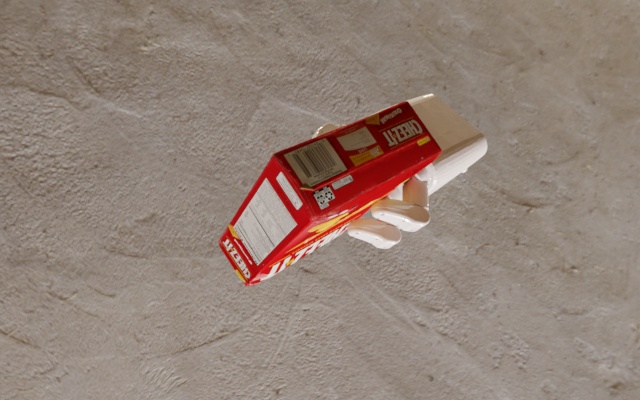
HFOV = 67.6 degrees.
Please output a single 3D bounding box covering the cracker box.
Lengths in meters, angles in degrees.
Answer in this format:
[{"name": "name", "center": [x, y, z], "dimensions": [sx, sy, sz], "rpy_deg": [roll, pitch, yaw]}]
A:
[{"name": "cracker box", "center": [0.000, 0.001, 0.501], "dimensions": [0.164, 0.072, 0.214], "rpy_deg": [-27, -11, -32]}]
